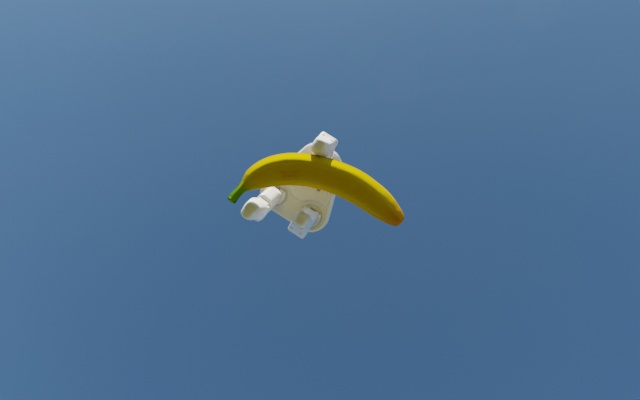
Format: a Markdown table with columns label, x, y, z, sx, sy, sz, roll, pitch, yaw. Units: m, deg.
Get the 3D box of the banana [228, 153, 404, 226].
| label | x | y | z | sx | sy | sz | roll | pitch | yaw |
| --- | --- | --- | --- | --- | --- | --- | --- | --- | --- |
| banana | -0.001 | -0.017 | 0.542 | 0.198 | 0.069 | 0.037 | 7 | -5 | 3 |
